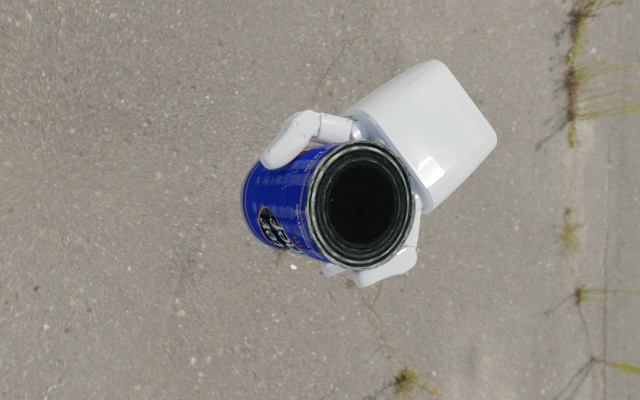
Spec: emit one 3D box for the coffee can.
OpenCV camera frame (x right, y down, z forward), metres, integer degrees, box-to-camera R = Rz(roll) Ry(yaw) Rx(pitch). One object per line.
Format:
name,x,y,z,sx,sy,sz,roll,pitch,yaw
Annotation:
coffee can,0.000,0.001,0.426,0.103,0.103,0.140,0,2,-29
